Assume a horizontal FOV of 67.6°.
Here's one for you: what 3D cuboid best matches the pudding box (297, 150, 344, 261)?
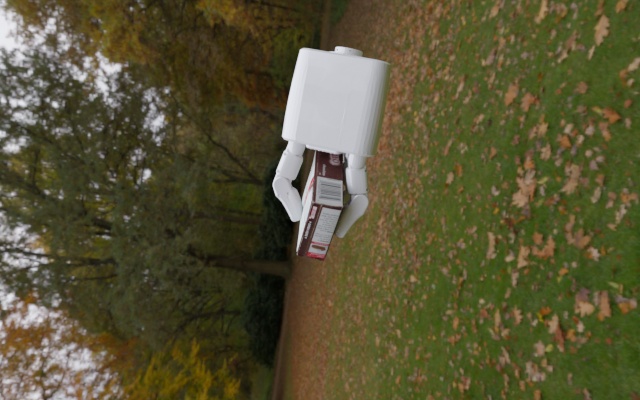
[{"bbox_3d":[0.000,0.002,0.583,0.039,0.090,0.113,12,39,-5],"label":"pudding box"}]
